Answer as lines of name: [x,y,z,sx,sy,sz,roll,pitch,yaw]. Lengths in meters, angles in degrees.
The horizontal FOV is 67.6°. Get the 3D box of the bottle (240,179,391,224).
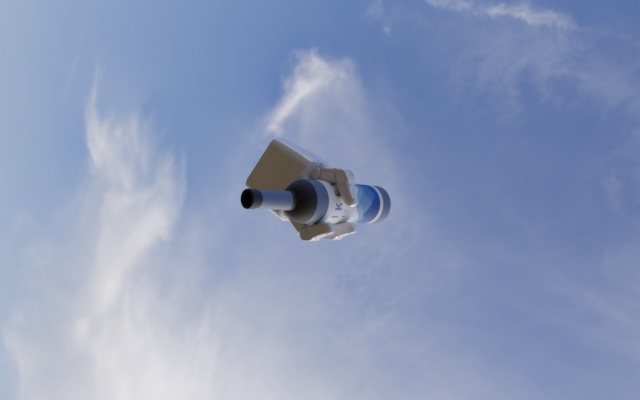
bottle: [0.000,0.002,0.739,0.069,0.069,0.296,0,-2,41]
